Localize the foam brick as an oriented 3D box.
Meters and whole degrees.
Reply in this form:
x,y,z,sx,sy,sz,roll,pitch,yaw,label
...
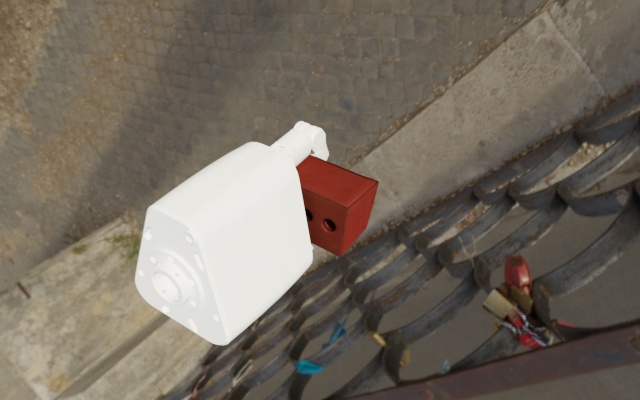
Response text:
x,y,z,sx,sy,sz,roll,pitch,yaw,label
0.000,0.001,0.406,0.078,0.053,0.051,23,38,21,foam brick
